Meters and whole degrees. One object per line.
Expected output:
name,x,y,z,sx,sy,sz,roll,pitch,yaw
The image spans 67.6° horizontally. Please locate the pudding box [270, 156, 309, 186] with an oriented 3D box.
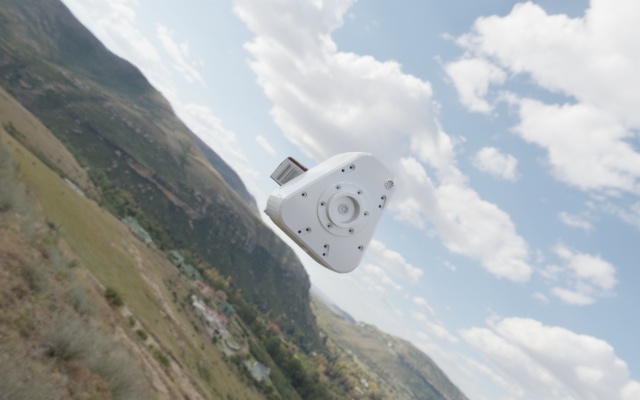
pudding box,0.000,0.002,0.592,0.113,0.039,0.090,41,-2,19
